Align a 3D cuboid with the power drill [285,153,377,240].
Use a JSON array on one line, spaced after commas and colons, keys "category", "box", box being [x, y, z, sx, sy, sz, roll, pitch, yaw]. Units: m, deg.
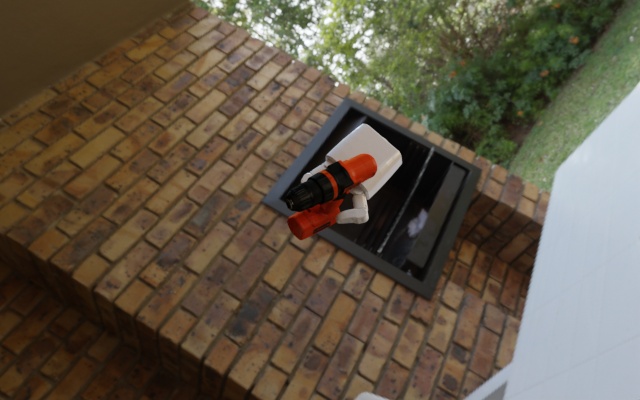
[{"category": "power drill", "box": [0.000, 0.003, 0.849, 0.184, 0.057, 0.188, -25, -16, -29]}]
